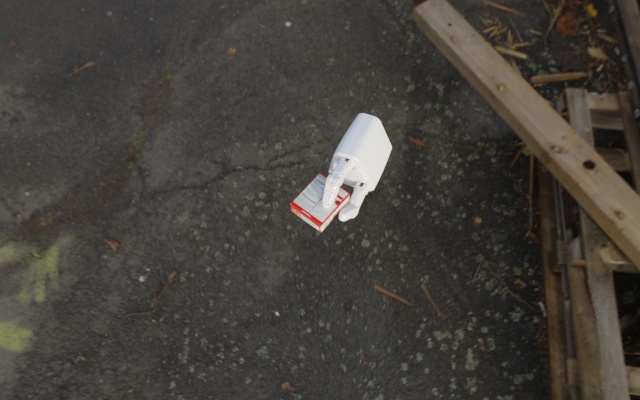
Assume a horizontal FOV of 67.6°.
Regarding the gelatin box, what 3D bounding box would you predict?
[{"bbox_3d":[0.000,0.003,0.876,0.073,0.089,0.030,35,-23,18],"label":"gelatin box"}]
